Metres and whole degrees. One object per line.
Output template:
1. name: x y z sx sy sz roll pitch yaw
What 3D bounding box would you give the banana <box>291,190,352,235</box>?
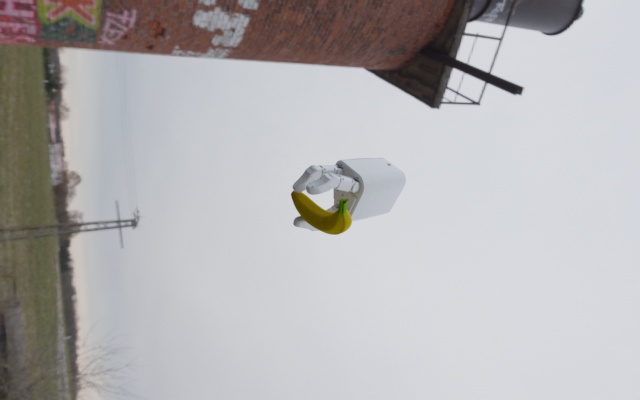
1. banana: 0.004 0.021 0.817 0.037 0.069 0.198 -10 10 -28
